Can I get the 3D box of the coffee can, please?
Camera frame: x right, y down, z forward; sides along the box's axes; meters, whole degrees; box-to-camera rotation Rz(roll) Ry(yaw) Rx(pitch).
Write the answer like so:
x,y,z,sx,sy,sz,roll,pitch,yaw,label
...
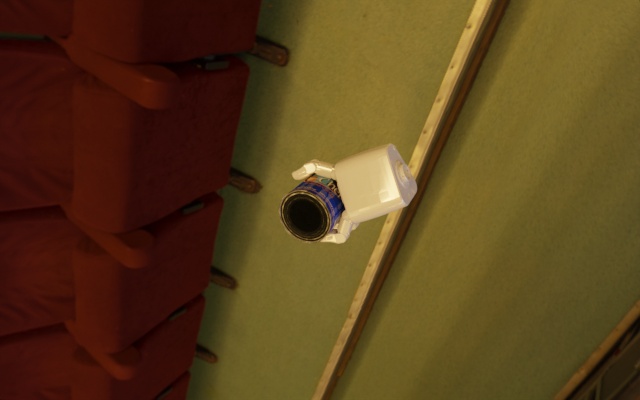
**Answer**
x,y,z,sx,sy,sz,roll,pitch,yaw,label
0.000,0.003,0.889,0.103,0.103,0.140,0,22,26,coffee can
